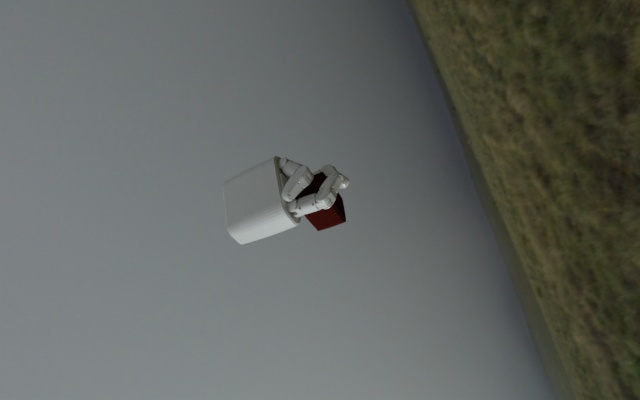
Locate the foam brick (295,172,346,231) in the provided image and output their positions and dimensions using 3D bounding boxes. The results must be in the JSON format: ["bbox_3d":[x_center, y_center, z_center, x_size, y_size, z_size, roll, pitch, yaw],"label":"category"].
[{"bbox_3d":[0.000,0.003,0.771,0.051,0.053,0.078,-22,-46,17],"label":"foam brick"}]
